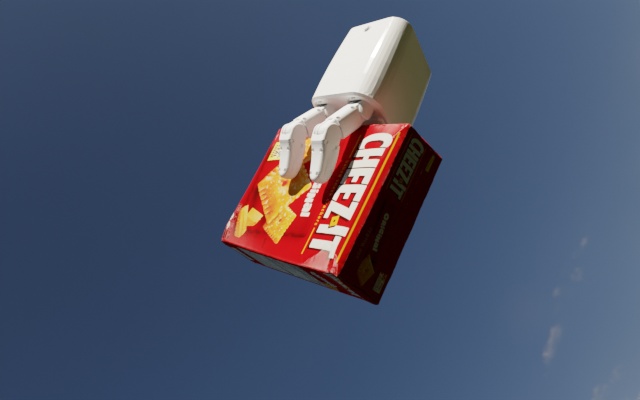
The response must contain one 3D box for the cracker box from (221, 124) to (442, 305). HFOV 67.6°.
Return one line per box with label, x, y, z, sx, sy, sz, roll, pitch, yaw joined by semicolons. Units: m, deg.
cracker box;0.000;0.002;0.519;0.072;0.164;0.213;38;-19;-36
